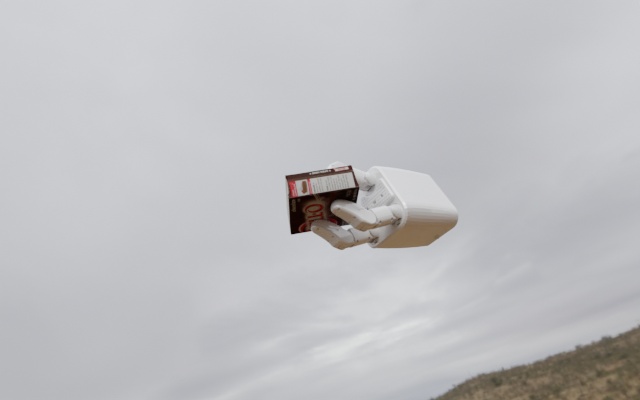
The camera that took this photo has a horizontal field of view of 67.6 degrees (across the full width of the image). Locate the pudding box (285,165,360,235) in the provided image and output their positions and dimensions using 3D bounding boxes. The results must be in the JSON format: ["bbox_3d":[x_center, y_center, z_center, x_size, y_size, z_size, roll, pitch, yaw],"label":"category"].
[{"bbox_3d":[0.000,0.002,0.633,0.090,0.039,0.114,-10,-29,-7],"label":"pudding box"}]
